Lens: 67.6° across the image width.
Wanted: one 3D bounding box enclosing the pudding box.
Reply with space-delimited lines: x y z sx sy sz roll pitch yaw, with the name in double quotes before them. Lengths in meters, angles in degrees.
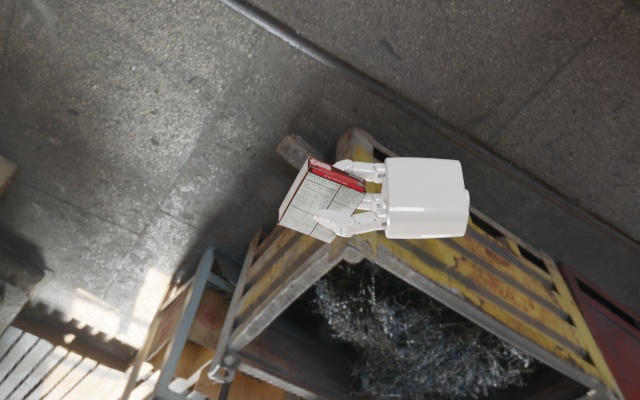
"pudding box" 0.000 0.002 0.674 0.090 0.113 0.039 22 36 -14
